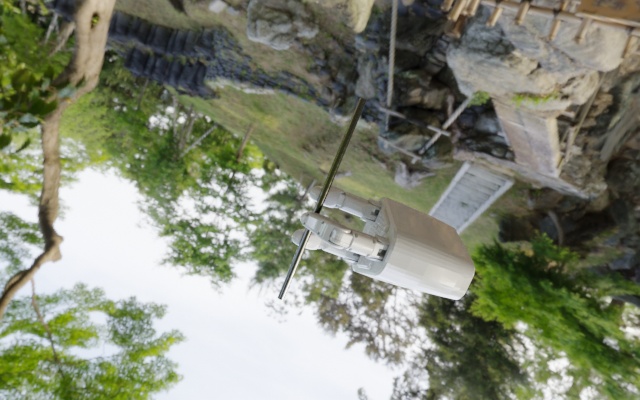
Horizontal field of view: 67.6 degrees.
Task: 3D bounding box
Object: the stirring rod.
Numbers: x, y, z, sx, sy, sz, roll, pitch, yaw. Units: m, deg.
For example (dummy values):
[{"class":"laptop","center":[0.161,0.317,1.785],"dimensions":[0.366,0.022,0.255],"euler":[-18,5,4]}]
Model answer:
[{"class":"stirring rod","center":[0.000,0.002,0.527],"dimensions":[0.011,0.239,0.011],"euler":[22,8,-3]}]
